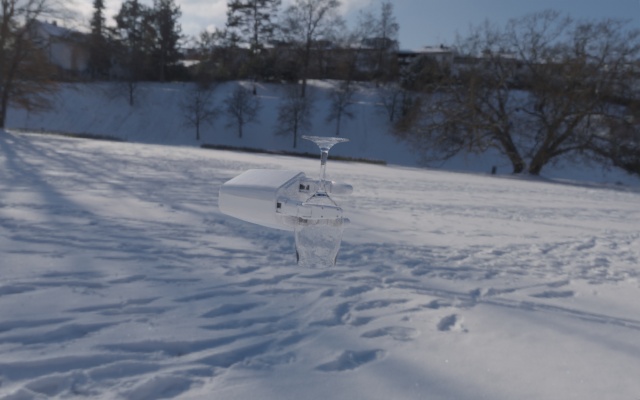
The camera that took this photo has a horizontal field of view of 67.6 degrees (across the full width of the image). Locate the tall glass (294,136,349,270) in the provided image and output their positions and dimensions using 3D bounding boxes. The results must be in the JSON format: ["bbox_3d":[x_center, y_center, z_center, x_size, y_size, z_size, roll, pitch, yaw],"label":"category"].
[{"bbox_3d":[0.000,0.002,0.742,0.079,0.201,0.079,4,7,0],"label":"tall glass"}]
